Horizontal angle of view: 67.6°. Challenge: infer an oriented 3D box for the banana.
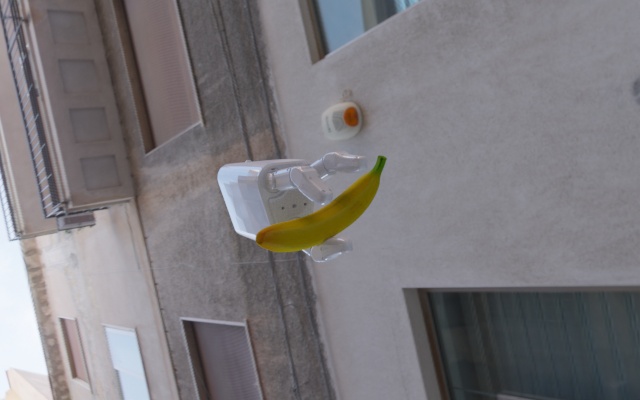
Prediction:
[{"bbox_3d":[0.006,0.015,0.564,0.197,0.070,0.037,-35,40,-30],"label":"banana"}]
